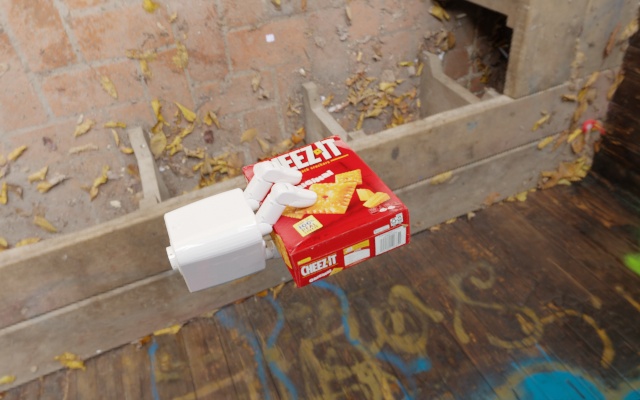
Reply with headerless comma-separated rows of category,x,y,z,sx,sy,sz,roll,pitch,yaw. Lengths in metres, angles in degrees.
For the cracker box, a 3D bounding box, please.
cracker box,0.000,0.002,0.669,0.164,0.072,0.213,-20,41,-14
